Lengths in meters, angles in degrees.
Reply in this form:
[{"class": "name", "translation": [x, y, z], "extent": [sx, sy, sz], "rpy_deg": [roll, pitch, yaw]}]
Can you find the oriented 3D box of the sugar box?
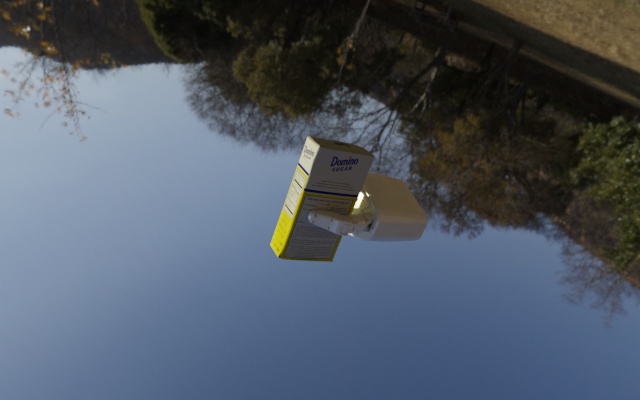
[{"class": "sugar box", "translation": [0.000, 0.002, 0.674], "extent": [0.093, 0.176, 0.048], "rpy_deg": [7, 23, -32]}]
